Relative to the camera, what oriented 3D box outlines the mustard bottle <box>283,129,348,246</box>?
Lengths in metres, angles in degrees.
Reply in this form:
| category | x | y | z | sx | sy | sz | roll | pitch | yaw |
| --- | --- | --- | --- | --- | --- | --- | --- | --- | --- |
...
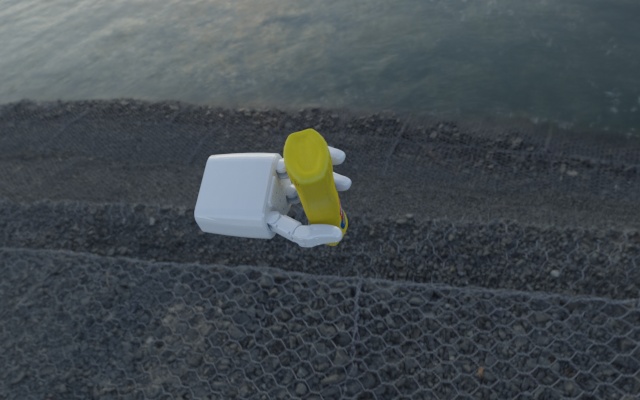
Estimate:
| category | x | y | z | sx | sy | sz | roll | pitch | yaw |
| --- | --- | --- | --- | --- | --- | --- | --- | --- | --- |
| mustard bottle | 0.000 | 0.002 | 0.652 | 0.058 | 0.096 | 0.192 | -17 | -41 | 0 |
